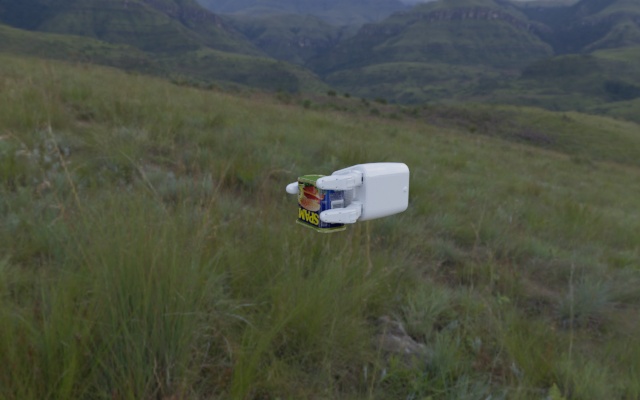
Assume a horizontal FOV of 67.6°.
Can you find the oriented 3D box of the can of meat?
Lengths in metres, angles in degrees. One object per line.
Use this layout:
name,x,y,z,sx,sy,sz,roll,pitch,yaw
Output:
can of meat,0.000,0.002,0.832,0.057,0.084,0.102,-7,13,-31
